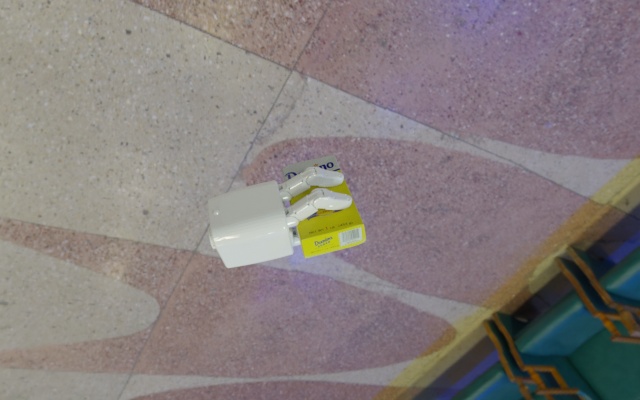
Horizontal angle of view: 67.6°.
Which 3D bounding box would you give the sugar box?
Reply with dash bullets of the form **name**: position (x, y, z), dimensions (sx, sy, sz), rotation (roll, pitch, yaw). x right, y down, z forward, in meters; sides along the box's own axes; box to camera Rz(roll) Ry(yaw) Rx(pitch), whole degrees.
- **sugar box**: position (0.000, 0.002, 0.729), dimensions (0.093, 0.048, 0.176), rotation (-14, 44, -6)
